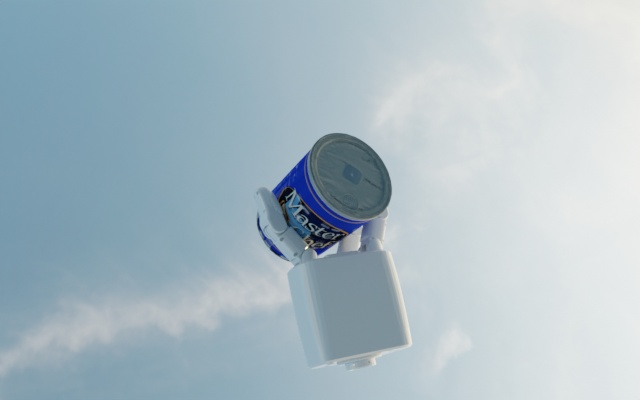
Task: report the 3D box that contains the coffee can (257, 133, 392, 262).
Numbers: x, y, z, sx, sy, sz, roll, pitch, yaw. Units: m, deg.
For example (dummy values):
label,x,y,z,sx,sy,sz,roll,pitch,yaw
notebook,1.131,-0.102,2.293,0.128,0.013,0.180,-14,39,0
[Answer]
label,x,y,z,sx,sy,sz,roll,pitch,yaw
coffee can,0.000,0.002,0.554,0.103,0.102,0.140,0,-25,-33
